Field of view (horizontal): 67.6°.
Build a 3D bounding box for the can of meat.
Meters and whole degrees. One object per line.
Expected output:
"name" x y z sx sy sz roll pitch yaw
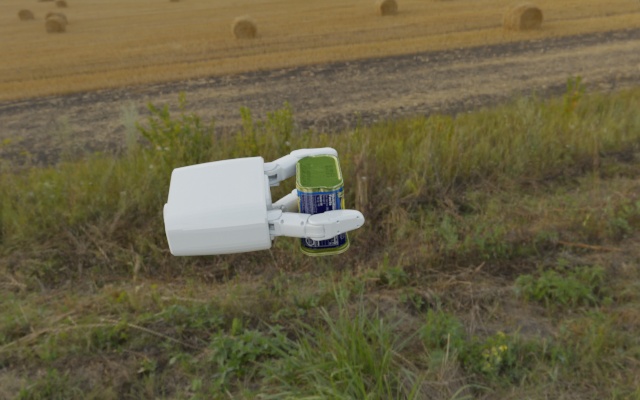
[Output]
"can of meat" 0.000 0.002 0.560 0.057 0.084 0.102 -5 27 -1
